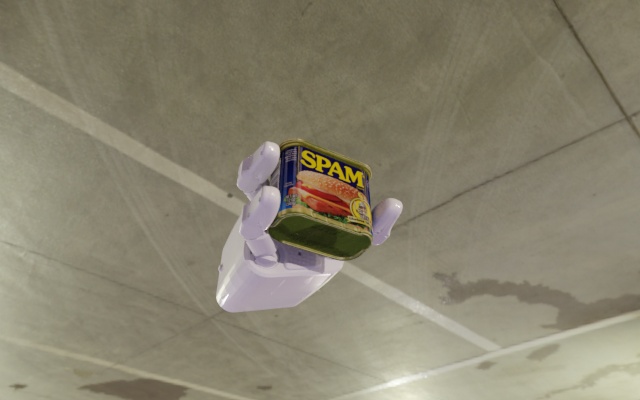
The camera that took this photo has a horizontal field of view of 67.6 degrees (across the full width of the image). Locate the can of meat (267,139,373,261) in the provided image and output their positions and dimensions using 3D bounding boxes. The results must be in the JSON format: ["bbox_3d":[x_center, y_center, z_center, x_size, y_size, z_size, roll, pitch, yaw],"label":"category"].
[{"bbox_3d":[0.000,0.002,0.450,0.102,0.084,0.057,19,-41,-24],"label":"can of meat"}]
